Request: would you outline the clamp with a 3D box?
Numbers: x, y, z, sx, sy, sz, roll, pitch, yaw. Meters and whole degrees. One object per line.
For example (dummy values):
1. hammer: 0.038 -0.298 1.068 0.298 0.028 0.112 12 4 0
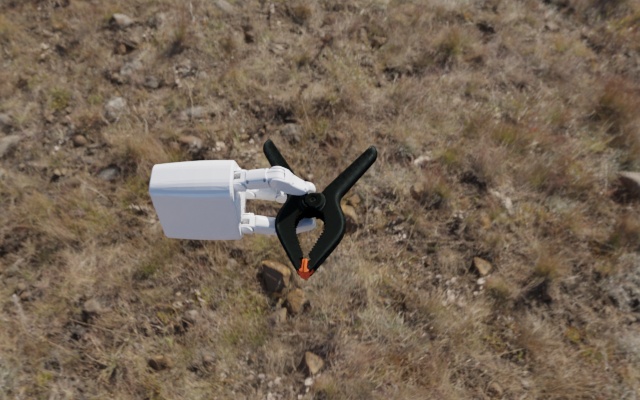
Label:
1. clamp: 0.000 0.002 0.647 0.164 0.209 0.036 -2 -29 2
